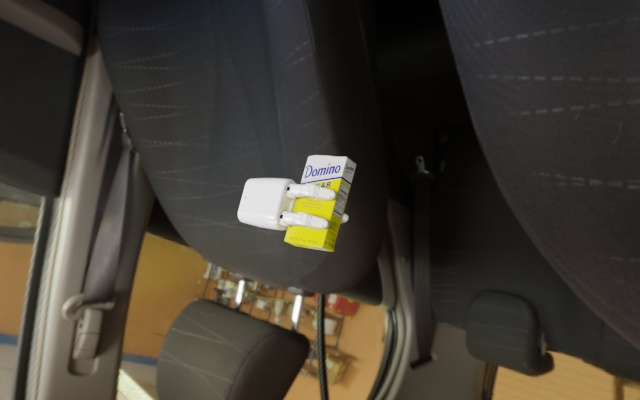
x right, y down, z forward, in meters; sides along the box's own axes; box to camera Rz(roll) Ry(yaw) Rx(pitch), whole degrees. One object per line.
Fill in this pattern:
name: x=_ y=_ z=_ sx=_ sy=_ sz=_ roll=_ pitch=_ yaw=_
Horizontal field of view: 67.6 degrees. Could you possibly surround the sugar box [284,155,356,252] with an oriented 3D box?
sugar box: x=0.000 y=0.003 z=0.897 sx=0.093 sy=0.176 sz=0.048 roll=6 pitch=-13 yaw=35
